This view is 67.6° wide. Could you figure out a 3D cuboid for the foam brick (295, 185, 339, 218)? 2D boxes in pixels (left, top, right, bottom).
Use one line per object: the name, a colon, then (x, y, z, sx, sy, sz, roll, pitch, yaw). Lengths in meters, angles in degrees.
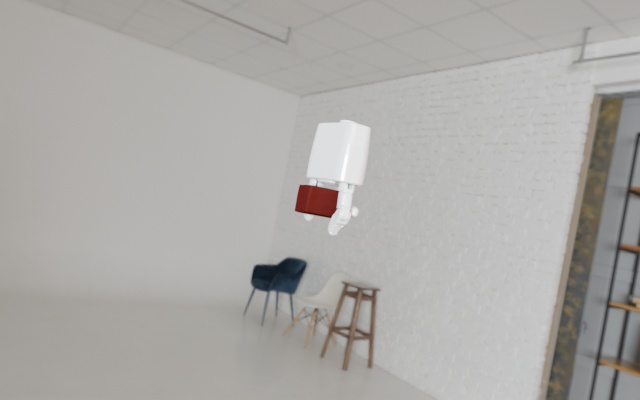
foam brick: (0.000, 0.003, 0.864, 0.078, 0.051, 0.053, 11, -1, -24)
